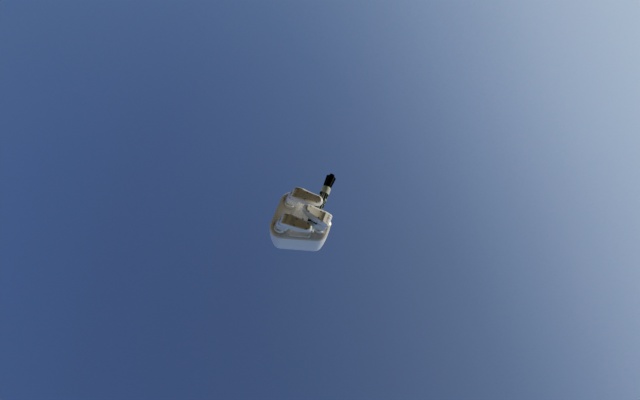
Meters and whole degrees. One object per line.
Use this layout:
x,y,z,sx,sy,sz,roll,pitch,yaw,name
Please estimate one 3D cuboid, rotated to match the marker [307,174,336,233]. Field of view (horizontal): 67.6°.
0.000,0.003,0.892,0.020,0.121,0.020,20,-20,8,marker
